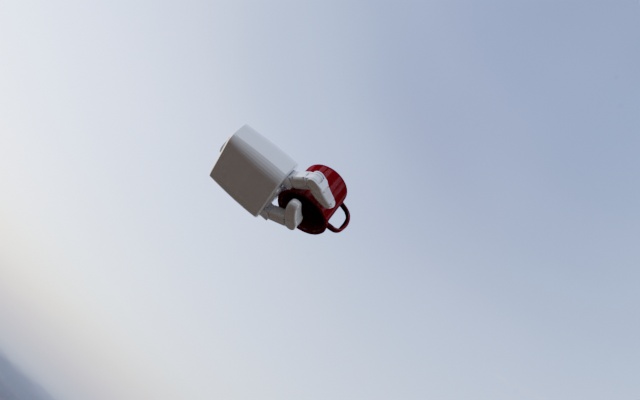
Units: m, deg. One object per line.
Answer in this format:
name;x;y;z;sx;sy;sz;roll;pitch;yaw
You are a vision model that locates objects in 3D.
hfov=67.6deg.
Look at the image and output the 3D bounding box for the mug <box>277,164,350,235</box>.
mug;0.001;0.003;0.775;0.081;0.117;0.093;-50;0;-35
